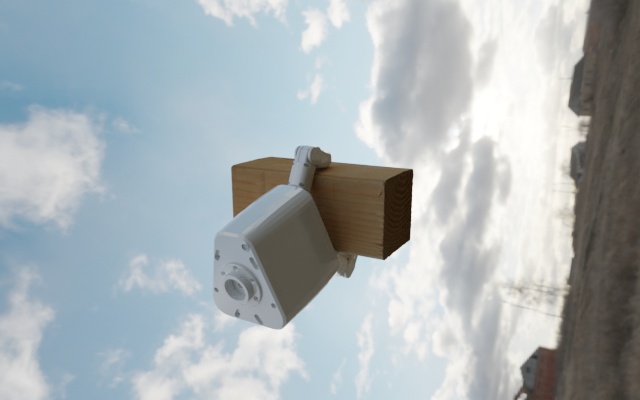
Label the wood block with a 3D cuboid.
[{"bbox_3d":[0.000,0.002,0.585,0.206,0.091,0.090,8,16,29],"label":"wood block"}]
